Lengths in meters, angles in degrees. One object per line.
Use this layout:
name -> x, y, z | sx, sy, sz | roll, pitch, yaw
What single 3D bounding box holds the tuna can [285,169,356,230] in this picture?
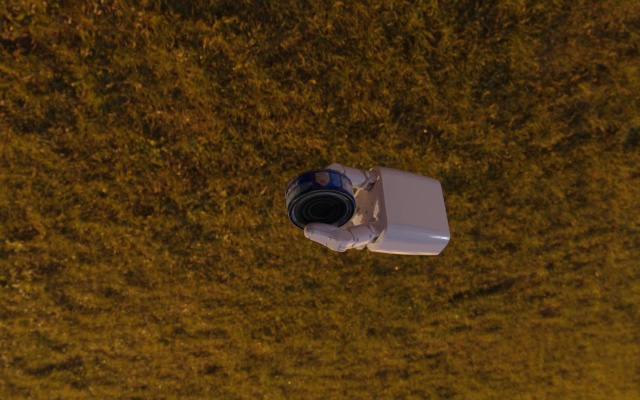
tuna can -> 0.000, 0.002, 0.588 | 0.086, 0.033, 0.086 | -5, -40, -4
